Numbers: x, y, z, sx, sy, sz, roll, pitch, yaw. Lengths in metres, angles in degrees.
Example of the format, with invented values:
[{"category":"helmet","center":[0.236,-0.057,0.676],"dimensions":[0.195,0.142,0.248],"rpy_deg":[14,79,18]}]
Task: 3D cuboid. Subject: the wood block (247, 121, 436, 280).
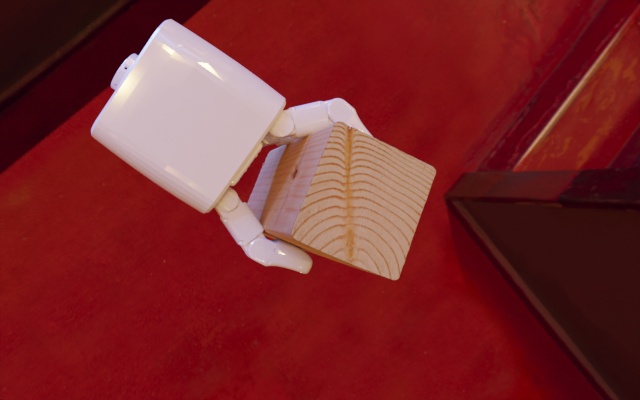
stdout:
[{"category":"wood block","center":[0.000,0.002,0.433],"dimensions":[0.090,0.091,0.206],"rpy_deg":[24,-7,-17]}]
